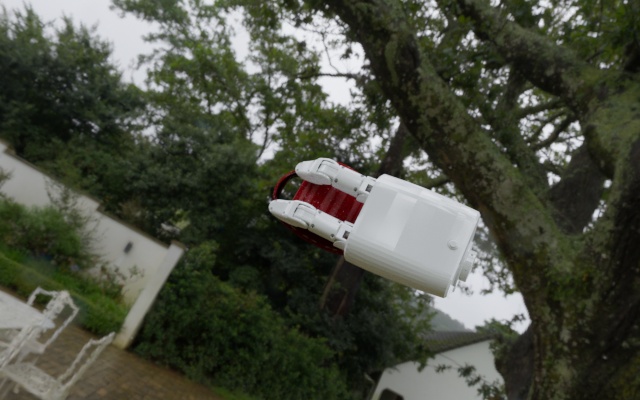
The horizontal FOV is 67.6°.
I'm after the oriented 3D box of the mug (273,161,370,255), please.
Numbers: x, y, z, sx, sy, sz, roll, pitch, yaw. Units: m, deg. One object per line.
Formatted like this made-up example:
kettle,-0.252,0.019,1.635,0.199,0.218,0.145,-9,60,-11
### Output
mug,-0.001,0.001,0.565,0.117,0.081,0.093,23,-18,20
